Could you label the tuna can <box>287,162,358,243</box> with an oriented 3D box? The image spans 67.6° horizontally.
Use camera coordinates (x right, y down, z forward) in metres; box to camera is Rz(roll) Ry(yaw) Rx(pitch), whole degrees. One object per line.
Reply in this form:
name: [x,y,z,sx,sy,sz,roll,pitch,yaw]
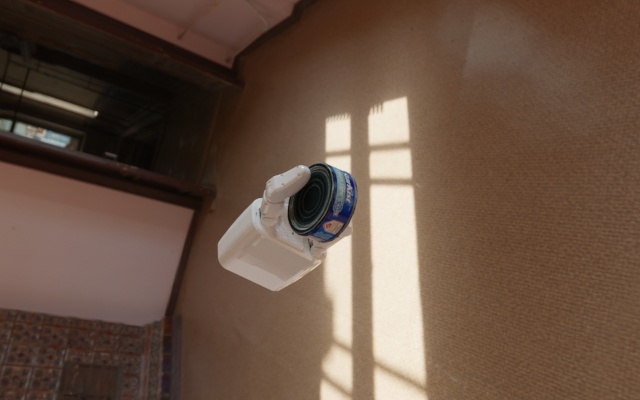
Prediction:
tuna can: [0.000,0.002,0.531,0.034,0.086,0.086,21,-12,-34]
